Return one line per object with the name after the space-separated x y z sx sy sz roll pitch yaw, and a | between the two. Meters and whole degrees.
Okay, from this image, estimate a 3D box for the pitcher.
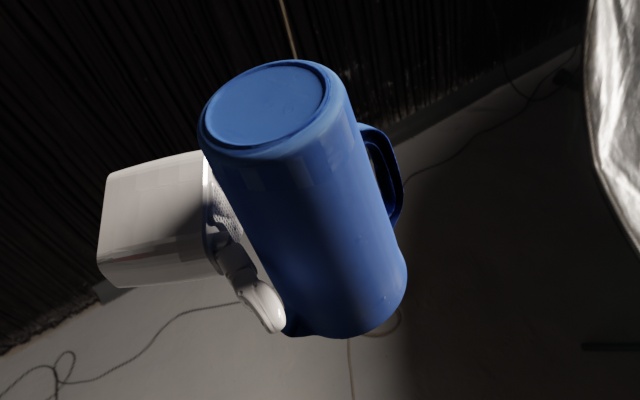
0.000 0.001 0.414 0.145 0.149 0.243 -11 -42 9 | pitcher
